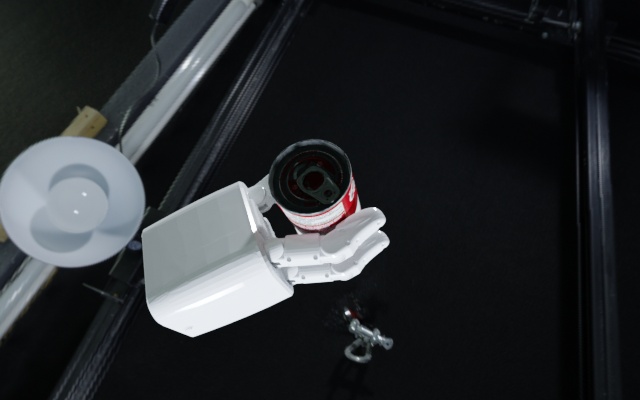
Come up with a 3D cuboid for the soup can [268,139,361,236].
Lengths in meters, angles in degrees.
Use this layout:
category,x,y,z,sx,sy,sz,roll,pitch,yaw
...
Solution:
category,x,y,z,sx,sy,sz,roll,pitch,yaw
soup can,0.001,0.001,0.424,0.068,0.068,0.102,0,-25,11
